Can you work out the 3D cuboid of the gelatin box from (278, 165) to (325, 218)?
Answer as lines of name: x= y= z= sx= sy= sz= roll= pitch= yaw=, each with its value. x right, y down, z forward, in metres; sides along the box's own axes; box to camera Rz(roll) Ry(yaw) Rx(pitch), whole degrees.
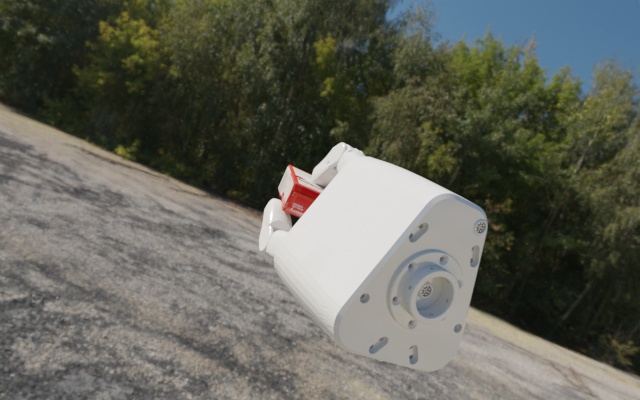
gelatin box: x=0.000 y=0.001 z=0.445 sx=0.073 sy=0.030 sz=0.089 roll=24 pitch=10 yaw=-13
